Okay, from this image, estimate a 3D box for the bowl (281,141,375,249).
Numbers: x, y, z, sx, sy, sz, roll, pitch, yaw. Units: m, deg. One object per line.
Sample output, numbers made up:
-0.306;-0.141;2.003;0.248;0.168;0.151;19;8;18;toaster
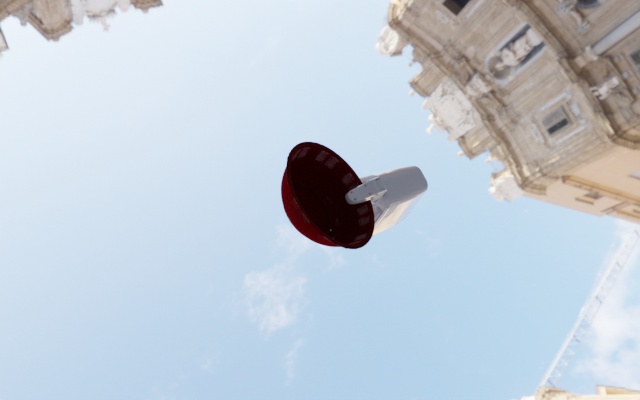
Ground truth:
-0.001;0.002;0.648;0.055;0.162;0.162;-34;-21;34;bowl
